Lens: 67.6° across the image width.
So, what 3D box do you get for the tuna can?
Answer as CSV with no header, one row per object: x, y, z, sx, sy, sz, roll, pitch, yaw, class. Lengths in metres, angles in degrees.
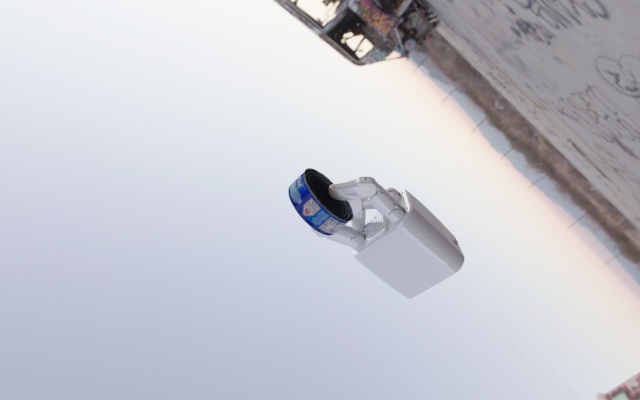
0.000,0.002,0.603,0.034,0.086,0.086,-42,-18,21,tuna can
